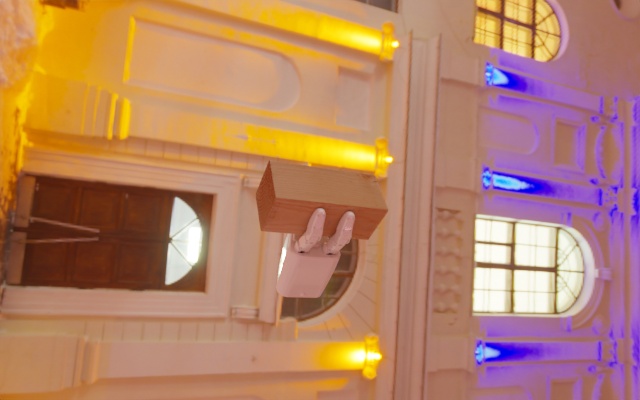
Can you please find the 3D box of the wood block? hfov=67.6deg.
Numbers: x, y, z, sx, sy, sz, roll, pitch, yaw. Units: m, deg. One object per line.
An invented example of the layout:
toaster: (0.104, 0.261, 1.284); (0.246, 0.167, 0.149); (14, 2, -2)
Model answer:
wood block: (0.000, 0.003, 0.845); (0.206, 0.090, 0.090); (6, -45, -23)
